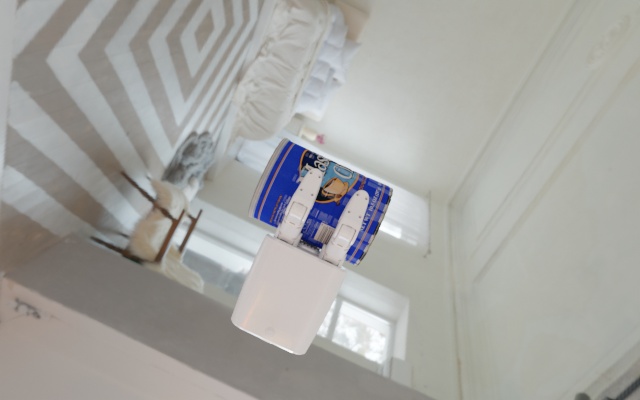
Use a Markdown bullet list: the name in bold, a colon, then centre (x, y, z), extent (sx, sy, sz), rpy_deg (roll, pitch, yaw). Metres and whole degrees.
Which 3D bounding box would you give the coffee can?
- **coffee can**: centre (0.000, 0.002, 0.565), extent (0.140, 0.103, 0.103), rpy_deg (25, 0, 0)
